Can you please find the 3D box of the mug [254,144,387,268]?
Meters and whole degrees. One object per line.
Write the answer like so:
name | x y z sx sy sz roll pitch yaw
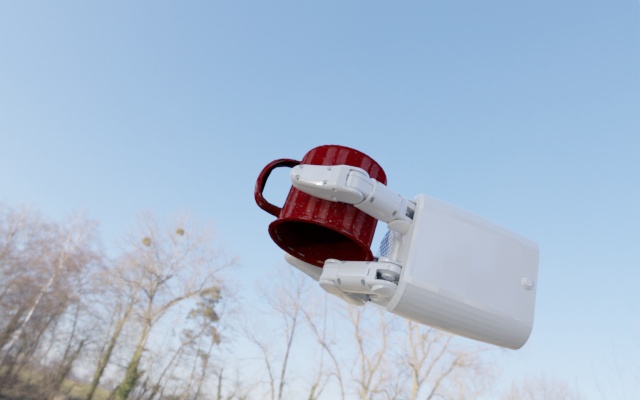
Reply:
mug | -0.001 0.001 0.418 0.117 0.081 0.093 22 -28 -5
